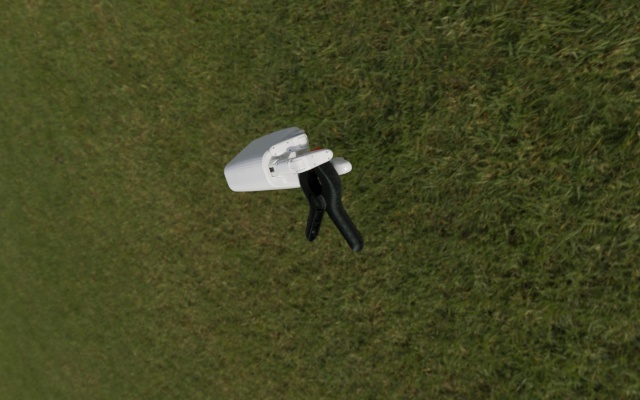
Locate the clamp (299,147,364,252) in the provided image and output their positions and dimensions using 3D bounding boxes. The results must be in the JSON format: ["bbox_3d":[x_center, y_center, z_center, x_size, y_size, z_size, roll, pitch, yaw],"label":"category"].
[{"bbox_3d":[0.000,0.003,0.759,0.120,0.171,0.039,-7,16,43],"label":"clamp"}]
